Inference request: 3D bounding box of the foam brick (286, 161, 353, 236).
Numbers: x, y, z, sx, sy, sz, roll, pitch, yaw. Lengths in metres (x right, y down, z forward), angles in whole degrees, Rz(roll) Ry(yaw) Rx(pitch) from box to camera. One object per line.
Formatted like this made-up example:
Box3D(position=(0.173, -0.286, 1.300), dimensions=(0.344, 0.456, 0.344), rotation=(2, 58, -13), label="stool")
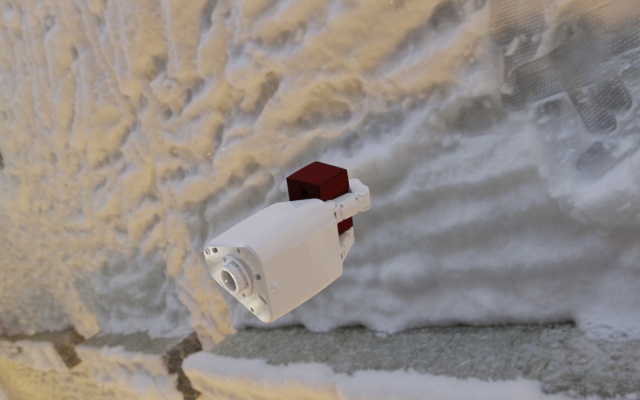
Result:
Box3D(position=(0.000, 0.002, 0.559), dimensions=(0.053, 0.078, 0.051), rotation=(16, 34, 42), label="foam brick")
